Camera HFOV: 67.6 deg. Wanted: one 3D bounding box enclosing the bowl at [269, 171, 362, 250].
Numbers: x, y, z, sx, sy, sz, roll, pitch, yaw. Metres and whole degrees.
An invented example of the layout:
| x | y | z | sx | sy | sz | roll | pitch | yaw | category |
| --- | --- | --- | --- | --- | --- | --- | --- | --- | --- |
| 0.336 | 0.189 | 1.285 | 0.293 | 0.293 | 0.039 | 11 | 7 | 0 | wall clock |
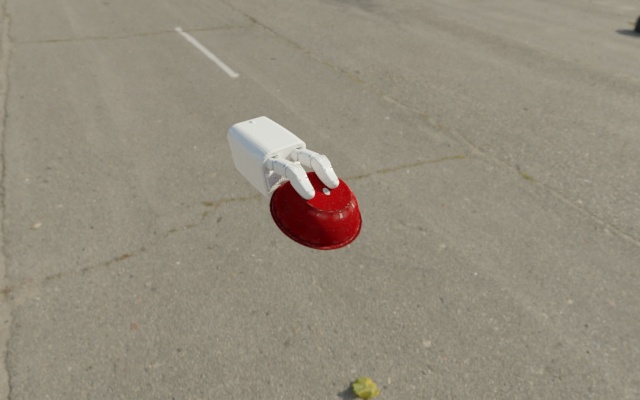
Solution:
| x | y | z | sx | sy | sz | roll | pitch | yaw | category |
| --- | --- | --- | --- | --- | --- | --- | --- | --- | --- |
| 0.001 | 0.003 | 0.789 | 0.162 | 0.162 | 0.055 | 0 | -42 | -21 | bowl |
